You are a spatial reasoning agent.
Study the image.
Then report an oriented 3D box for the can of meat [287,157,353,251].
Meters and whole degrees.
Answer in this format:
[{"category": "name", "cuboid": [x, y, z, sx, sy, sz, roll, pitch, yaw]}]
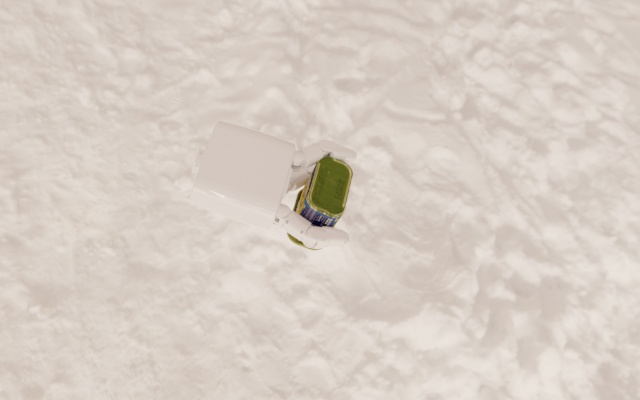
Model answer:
[{"category": "can of meat", "cuboid": [0.000, 0.002, 0.646, 0.057, 0.102, 0.084, 21, -41, -8]}]
